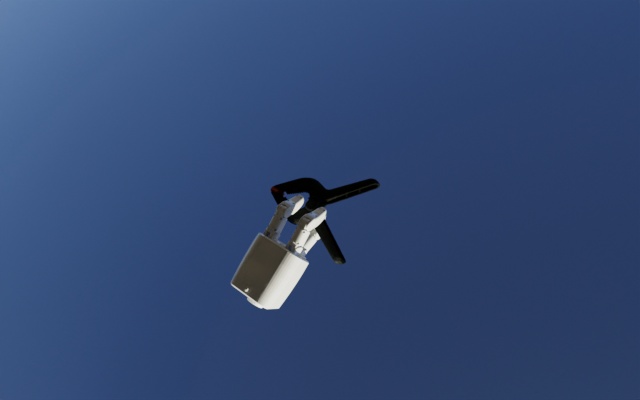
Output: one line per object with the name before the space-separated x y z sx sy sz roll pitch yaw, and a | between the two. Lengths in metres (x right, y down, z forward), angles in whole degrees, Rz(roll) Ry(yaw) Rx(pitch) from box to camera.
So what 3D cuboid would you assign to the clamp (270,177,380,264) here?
clamp | 0.000 0.003 0.892 0.210 0.164 0.036 28 -7 30
